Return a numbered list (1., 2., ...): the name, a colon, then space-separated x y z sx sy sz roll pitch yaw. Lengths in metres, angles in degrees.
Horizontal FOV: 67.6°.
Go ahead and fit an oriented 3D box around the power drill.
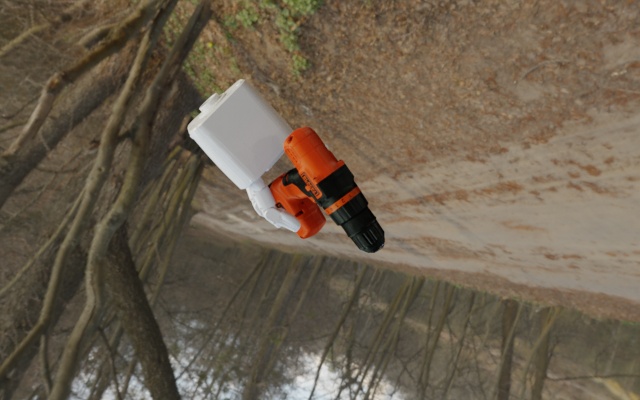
1. power drill: 0.000 0.002 0.668 0.057 0.184 0.188 -34 0 -23
